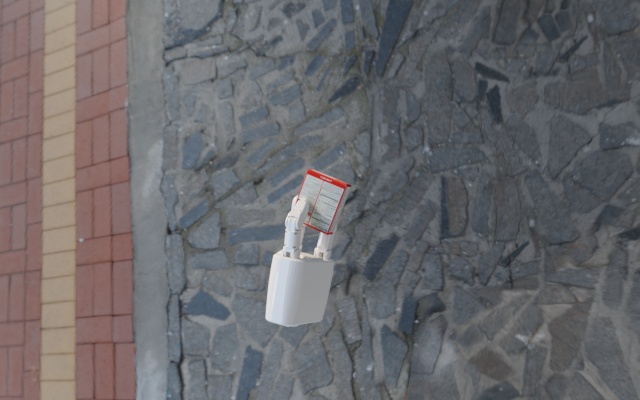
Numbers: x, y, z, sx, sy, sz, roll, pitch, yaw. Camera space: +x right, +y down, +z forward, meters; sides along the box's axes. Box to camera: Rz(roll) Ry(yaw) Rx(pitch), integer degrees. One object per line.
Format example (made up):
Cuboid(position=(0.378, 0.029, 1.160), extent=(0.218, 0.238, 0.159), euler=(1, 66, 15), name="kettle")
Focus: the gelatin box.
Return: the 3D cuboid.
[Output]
Cuboid(position=(0.000, 0.002, 0.781), extent=(0.073, 0.089, 0.030), euler=(23, 9, 20), name="gelatin box")
